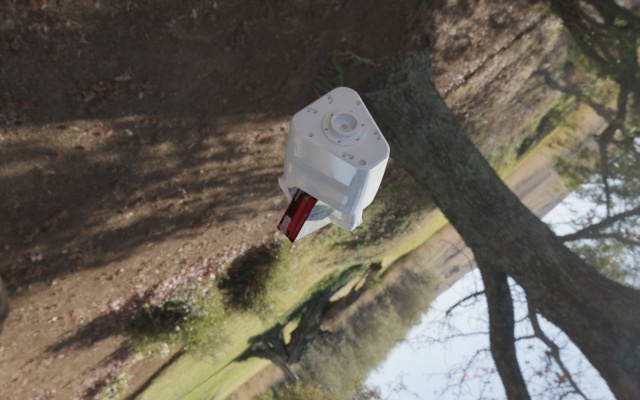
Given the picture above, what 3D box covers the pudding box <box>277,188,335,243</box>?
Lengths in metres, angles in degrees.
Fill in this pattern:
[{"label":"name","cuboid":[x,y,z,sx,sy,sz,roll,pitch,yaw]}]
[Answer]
[{"label":"pudding box","cuboid":[0.000,0.002,0.671,0.039,0.090,0.113,46,39,18]}]
